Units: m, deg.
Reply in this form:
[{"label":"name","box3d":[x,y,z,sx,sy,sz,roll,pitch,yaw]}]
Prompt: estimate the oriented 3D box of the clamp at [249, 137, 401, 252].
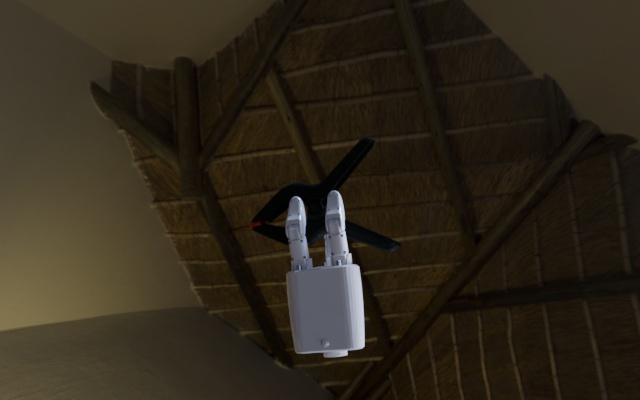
[{"label":"clamp","box3d":[0.000,0.003,0.676,0.210,0.164,0.036,-9,-16,14]}]
